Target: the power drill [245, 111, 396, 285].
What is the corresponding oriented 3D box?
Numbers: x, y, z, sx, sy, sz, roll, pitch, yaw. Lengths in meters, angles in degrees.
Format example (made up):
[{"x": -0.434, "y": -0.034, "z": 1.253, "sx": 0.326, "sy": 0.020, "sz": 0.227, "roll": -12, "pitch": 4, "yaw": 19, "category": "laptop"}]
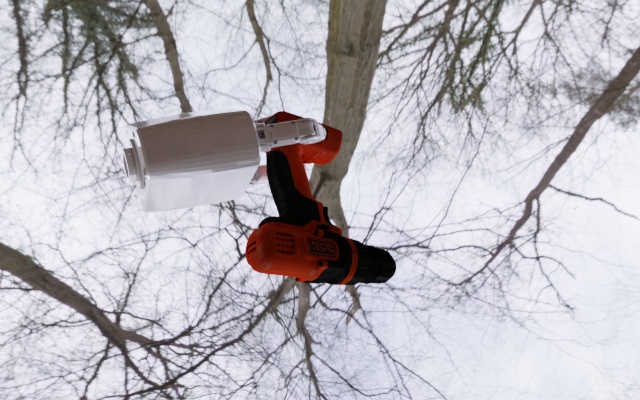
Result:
[{"x": 0.000, "y": 0.001, "z": 0.529, "sx": 0.184, "sy": 0.187, "sz": 0.057, "roll": 14, "pitch": -36, "yaw": -37, "category": "power drill"}]
